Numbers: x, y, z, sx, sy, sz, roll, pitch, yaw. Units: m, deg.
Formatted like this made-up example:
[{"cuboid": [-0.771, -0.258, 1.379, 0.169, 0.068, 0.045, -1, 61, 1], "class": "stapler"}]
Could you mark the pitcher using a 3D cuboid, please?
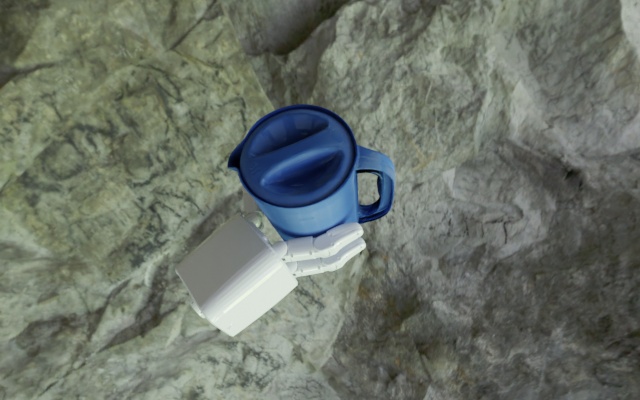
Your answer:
[{"cuboid": [0.000, 0.002, 0.613, 0.145, 0.149, 0.243, -40, -26, -11], "class": "pitcher"}]
